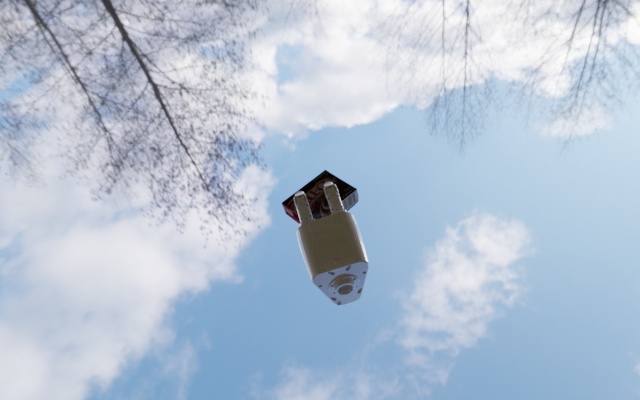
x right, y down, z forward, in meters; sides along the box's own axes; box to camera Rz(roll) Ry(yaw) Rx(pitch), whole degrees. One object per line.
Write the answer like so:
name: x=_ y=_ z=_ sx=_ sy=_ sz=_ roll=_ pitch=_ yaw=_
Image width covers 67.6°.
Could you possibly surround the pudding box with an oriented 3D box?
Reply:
pudding box: x=0.000 y=0.003 z=0.873 sx=0.113 sy=0.039 sz=0.090 roll=-37 pitch=48 yaw=-22
